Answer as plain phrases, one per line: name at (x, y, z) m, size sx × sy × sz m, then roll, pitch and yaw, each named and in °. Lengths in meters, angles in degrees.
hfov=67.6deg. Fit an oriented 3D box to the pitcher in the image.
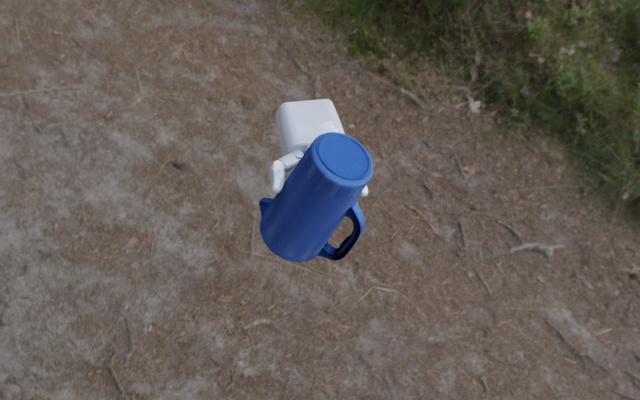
pitcher at (0.000, 0.003, 0.827) m, size 0.149 × 0.145 × 0.243 m, roll 2°, pitch -33°, yaw -26°
